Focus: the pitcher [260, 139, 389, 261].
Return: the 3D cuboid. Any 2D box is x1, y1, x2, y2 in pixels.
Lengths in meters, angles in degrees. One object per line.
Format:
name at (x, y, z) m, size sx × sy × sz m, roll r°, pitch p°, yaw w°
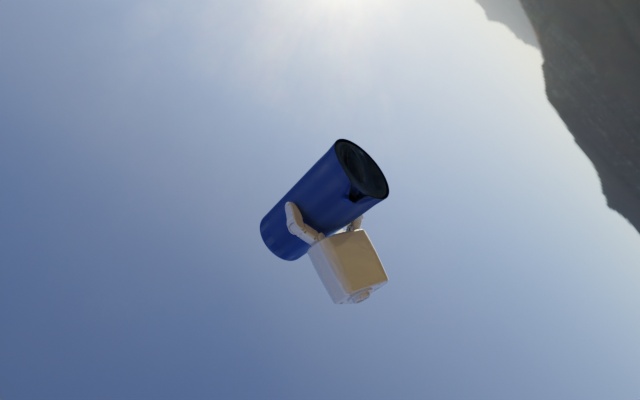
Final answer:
pitcher at (0.000, 0.003, 0.893) m, size 0.243 × 0.145 × 0.149 m, roll -40°, pitch -24°, yaw 30°
